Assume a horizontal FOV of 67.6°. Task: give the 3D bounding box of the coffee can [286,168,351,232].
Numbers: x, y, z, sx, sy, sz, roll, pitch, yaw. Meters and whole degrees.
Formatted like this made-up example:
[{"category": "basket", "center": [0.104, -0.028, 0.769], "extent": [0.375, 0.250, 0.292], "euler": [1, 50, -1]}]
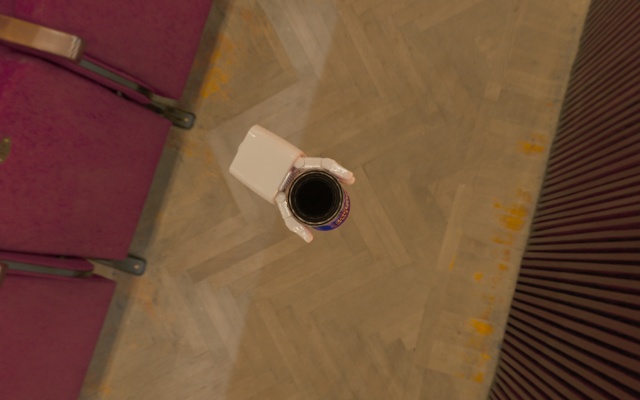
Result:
[{"category": "coffee can", "center": [0.000, 0.003, 0.885], "extent": [0.103, 0.103, 0.140], "euler": [0, -6, 8]}]
